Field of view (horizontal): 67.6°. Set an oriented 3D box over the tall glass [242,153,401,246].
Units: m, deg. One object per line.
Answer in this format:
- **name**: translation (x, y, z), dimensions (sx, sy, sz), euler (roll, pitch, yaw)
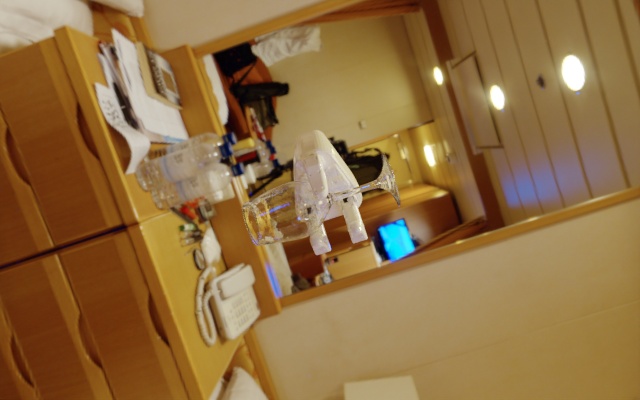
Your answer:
- **tall glass**: translation (0.001, 0.002, 0.641), dimensions (0.201, 0.079, 0.079), euler (-18, -1, 3)
